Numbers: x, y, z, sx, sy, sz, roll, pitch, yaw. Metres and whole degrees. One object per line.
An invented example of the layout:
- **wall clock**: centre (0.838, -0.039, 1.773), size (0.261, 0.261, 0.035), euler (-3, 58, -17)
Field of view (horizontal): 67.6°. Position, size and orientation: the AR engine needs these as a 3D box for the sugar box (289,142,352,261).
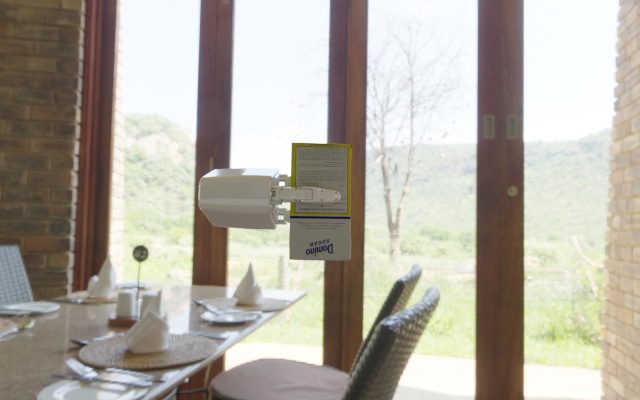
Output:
- **sugar box**: centre (0.000, 0.002, 0.723), size (0.093, 0.176, 0.048), euler (2, -3, 0)
